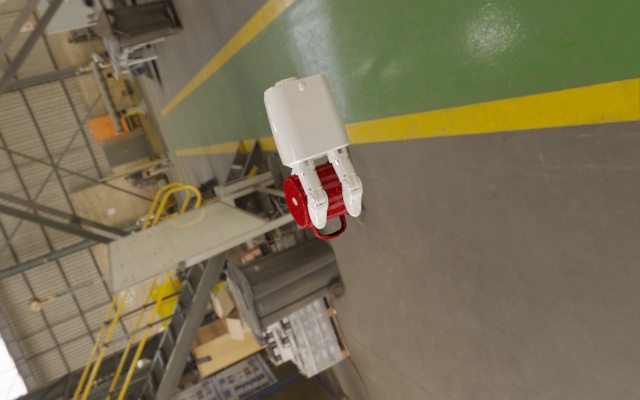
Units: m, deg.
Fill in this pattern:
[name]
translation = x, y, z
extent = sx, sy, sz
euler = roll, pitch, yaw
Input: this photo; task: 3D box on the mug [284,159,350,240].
[mug]
translation = 0.000, 0.004, 0.719
extent = 0.081, 0.117, 0.093
euler = -20, 5, -20
